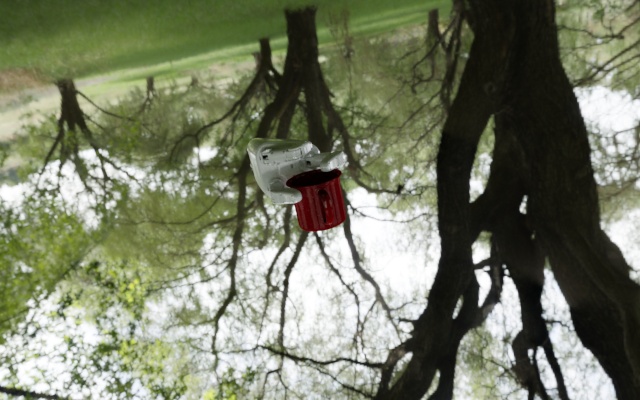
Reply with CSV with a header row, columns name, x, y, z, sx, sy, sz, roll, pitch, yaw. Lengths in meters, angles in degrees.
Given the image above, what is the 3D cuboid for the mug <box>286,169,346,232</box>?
name,x,y,z,sx,sy,sz,roll,pitch,yaw
mug,0.001,0.003,0.775,0.093,0.081,0.117,-16,19,-13
